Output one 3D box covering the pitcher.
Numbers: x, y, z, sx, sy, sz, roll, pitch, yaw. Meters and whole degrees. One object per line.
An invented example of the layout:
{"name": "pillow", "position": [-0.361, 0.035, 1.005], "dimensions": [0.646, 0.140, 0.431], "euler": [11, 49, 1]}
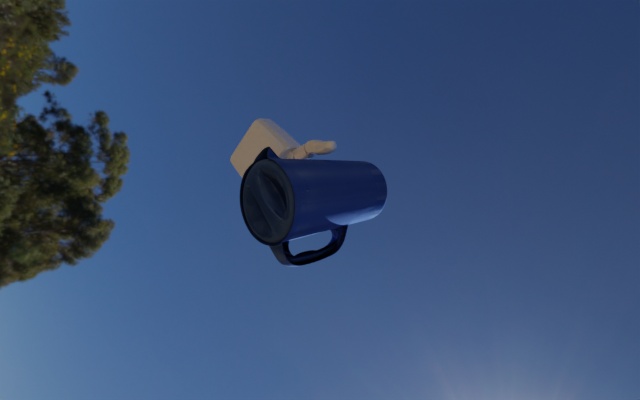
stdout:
{"name": "pitcher", "position": [0.000, 0.002, 0.792], "dimensions": [0.243, 0.149, 0.145], "euler": [-7, 40, -44]}
